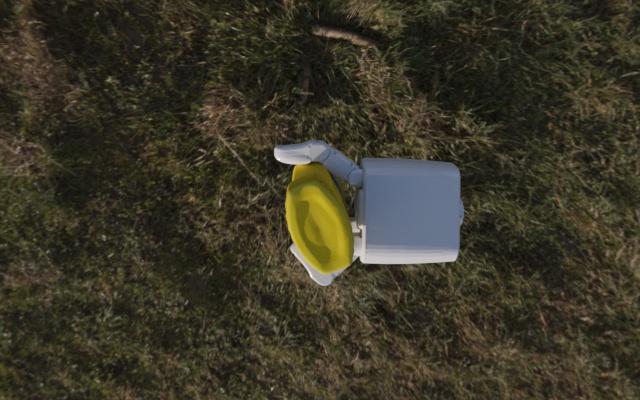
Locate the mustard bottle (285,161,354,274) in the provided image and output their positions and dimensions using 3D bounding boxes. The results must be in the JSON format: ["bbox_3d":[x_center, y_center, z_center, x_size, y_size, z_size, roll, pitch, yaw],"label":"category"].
[{"bbox_3d":[0.000,0.002,0.537,0.058,0.096,0.191,-23,15,6],"label":"mustard bottle"}]
